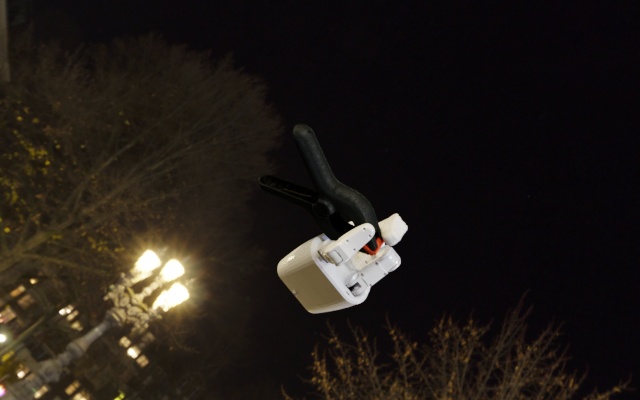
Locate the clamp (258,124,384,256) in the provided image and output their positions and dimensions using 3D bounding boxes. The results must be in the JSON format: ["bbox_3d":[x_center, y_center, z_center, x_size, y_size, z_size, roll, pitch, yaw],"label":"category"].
[{"bbox_3d":[0.001,0.002,0.568,0.039,0.171,0.120,-43,6,-37],"label":"clamp"}]
